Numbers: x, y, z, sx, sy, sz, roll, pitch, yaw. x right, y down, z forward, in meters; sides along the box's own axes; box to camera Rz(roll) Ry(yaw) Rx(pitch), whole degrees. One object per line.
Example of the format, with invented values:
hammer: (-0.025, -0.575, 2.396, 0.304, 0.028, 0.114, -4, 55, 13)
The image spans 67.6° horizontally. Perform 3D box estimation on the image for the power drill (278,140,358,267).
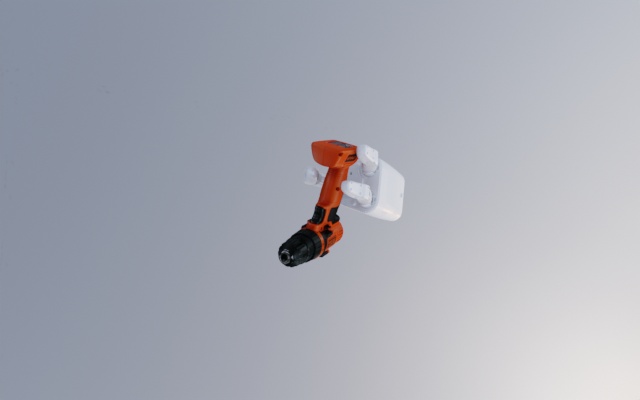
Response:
power drill: (0.000, 0.002, 0.744, 0.057, 0.188, 0.184, 20, 17, 18)
